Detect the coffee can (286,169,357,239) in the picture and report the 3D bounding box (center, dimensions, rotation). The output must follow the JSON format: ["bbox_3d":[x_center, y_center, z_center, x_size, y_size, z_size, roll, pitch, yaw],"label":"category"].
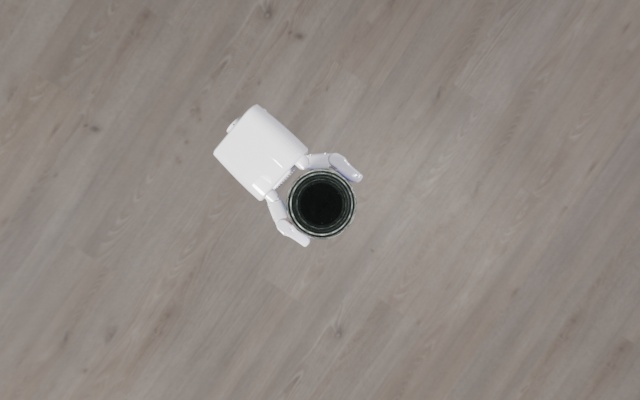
[{"bbox_3d":[0.000,0.003,0.755,0.103,0.103,0.140,0,2,-1],"label":"coffee can"}]
